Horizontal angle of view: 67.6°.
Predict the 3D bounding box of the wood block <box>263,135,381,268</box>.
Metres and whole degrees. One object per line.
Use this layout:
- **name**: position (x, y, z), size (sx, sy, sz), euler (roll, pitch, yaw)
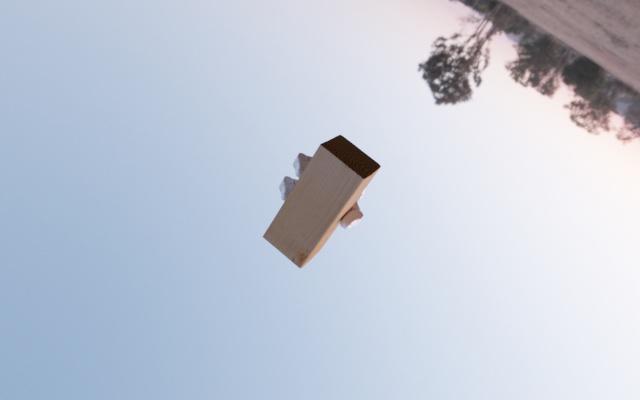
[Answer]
- **wood block**: position (0.000, 0.003, 0.811), size (0.091, 0.206, 0.090), euler (39, 29, 9)
